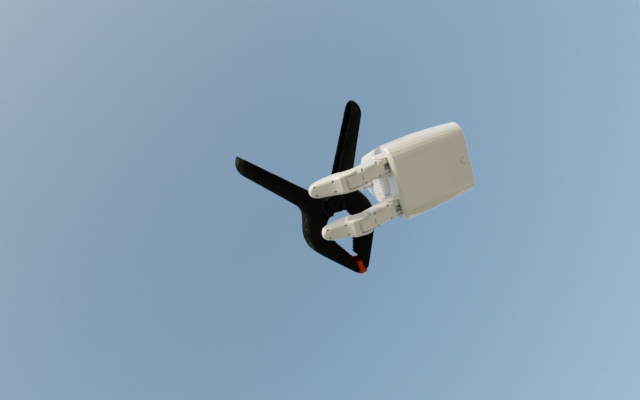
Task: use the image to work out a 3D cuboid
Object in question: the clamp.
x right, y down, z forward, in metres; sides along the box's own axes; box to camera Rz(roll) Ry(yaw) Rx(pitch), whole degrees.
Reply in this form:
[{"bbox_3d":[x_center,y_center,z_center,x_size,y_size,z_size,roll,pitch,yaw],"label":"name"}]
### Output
[{"bbox_3d":[0.000,0.002,0.588,0.164,0.210,0.036,-21,16,-11],"label":"clamp"}]
